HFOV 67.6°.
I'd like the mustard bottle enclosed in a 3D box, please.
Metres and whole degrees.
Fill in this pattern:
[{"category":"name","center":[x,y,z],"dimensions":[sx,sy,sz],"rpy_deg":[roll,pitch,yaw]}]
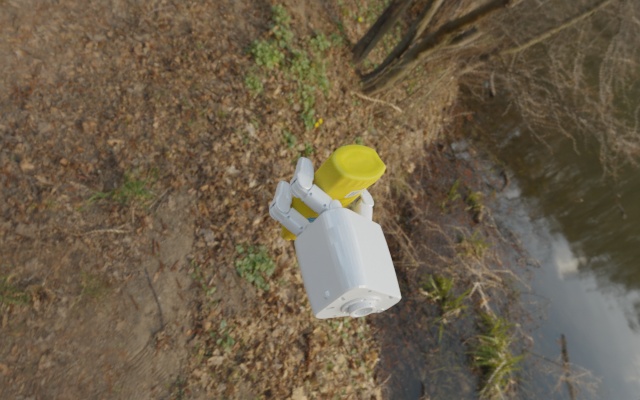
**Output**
[{"category":"mustard bottle","center":[0.000,0.002,0.666],"dimensions":[0.096,0.058,0.192],"rpy_deg":[-17,-21,-47]}]
